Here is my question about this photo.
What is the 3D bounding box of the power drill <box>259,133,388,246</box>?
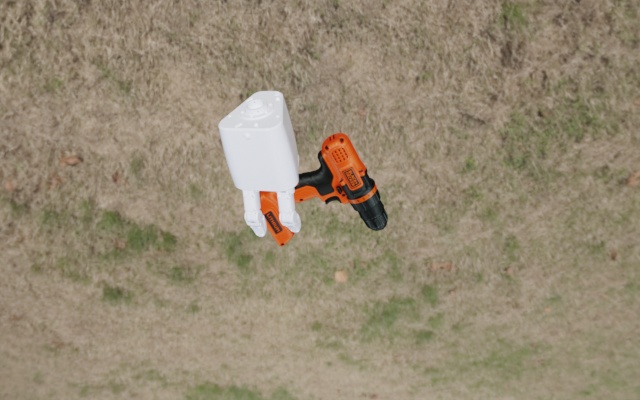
[{"bbox_3d":[0.000,0.003,0.780,0.187,0.184,0.057,-26,24,9],"label":"power drill"}]
